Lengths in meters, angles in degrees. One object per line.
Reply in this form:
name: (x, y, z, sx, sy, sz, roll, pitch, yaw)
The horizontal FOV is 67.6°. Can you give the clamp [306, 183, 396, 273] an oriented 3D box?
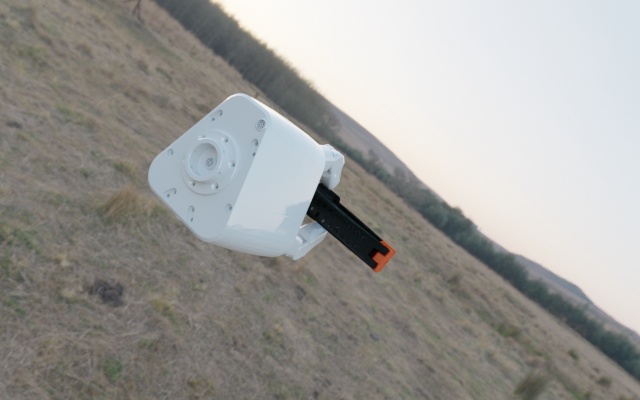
clamp: (0.001, 0.001, 0.529, 0.210, 0.036, 0.164, 41, 5, 23)
